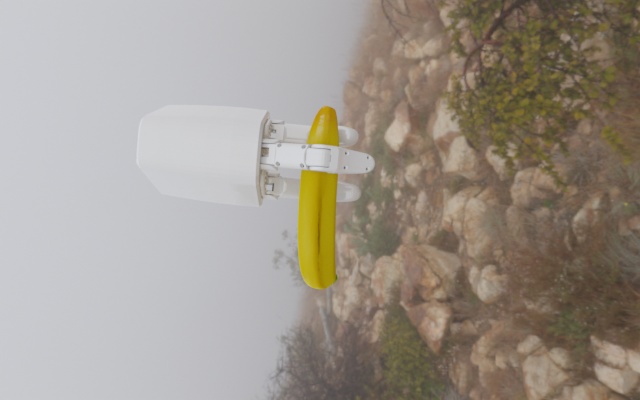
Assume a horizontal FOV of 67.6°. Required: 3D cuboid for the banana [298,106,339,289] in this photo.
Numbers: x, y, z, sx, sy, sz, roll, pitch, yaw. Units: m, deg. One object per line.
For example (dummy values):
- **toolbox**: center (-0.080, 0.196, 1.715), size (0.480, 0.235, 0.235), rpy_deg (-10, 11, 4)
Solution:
- **banana**: center (-0.002, 0.012, 0.460), size (0.037, 0.198, 0.069), rpy_deg (3, 25, 5)
